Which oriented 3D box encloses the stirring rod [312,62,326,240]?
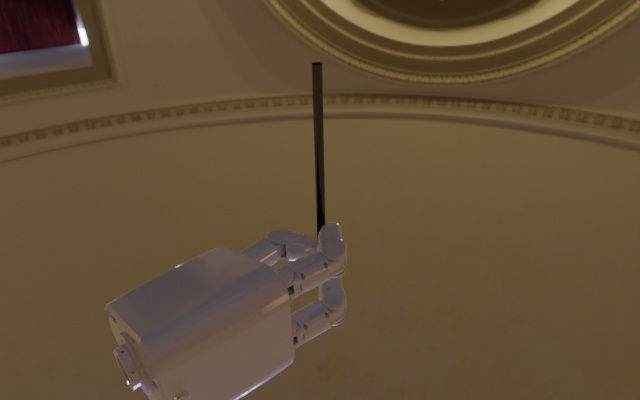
[{"bbox_3d":[0.000,0.001,0.416,0.011,0.240,0.011,-1,31,1],"label":"stirring rod"}]
